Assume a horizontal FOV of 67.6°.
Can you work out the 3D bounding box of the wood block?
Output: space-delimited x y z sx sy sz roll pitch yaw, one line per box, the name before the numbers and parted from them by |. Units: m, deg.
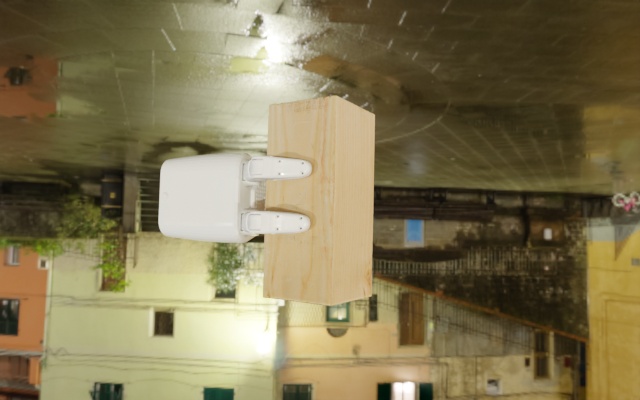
wood block | 0.000 0.002 0.524 0.090 0.206 0.091 -1 -4 32
